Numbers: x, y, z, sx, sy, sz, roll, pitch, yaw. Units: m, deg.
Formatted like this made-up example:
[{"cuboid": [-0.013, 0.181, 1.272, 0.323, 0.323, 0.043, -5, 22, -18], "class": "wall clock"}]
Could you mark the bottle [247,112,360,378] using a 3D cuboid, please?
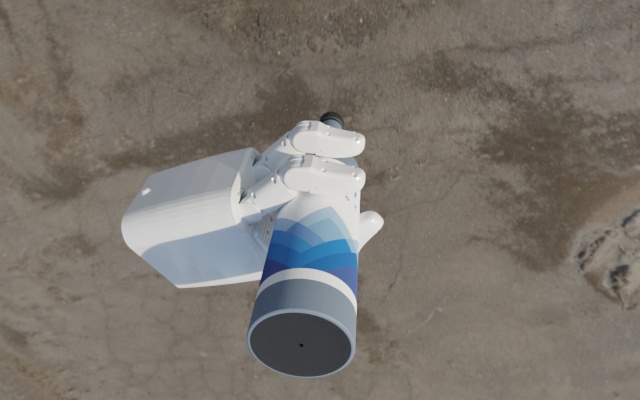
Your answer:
[{"cuboid": [0.000, 0.001, 0.406, 0.069, 0.069, 0.295, 0, 36, 6], "class": "bottle"}]
